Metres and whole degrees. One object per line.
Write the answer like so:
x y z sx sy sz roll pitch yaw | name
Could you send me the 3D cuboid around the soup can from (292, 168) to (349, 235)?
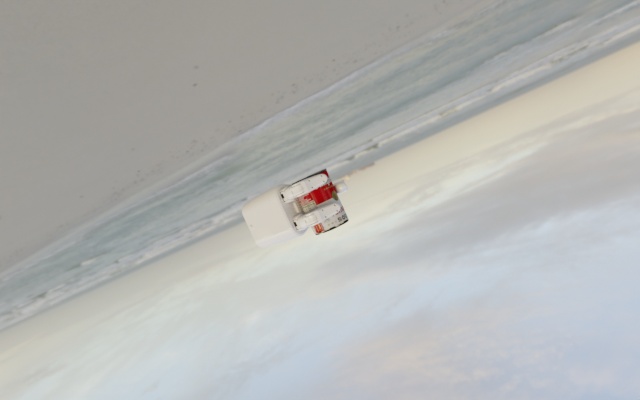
0.001 0.003 0.850 0.068 0.102 0.068 -24 2 1 | soup can
